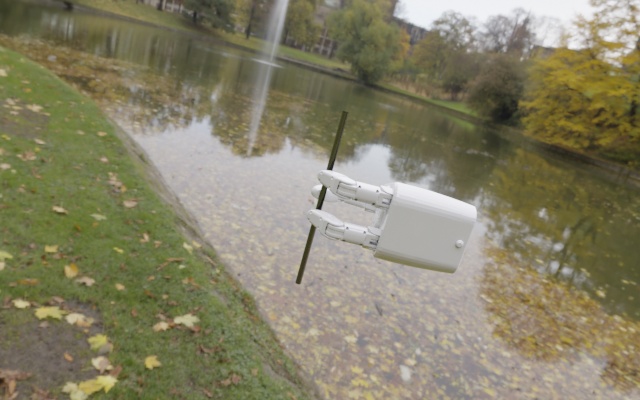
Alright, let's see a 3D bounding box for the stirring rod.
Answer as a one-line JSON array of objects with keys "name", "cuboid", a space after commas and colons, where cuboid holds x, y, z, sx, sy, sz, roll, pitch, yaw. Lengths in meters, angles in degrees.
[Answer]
[{"name": "stirring rod", "cuboid": [0.000, 0.002, 0.623, 0.011, 0.239, 0.011, 14, 16, -4]}]
